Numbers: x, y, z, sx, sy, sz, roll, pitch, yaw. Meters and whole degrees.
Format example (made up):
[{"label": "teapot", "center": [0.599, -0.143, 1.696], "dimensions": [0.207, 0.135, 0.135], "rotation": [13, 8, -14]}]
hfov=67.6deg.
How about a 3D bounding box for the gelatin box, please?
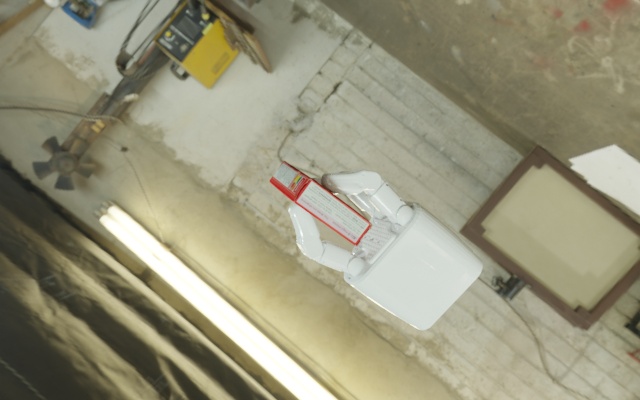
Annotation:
[{"label": "gelatin box", "center": [0.000, 0.002, 0.477], "dimensions": [0.089, 0.030, 0.073], "rotation": [35, 1, -29]}]
